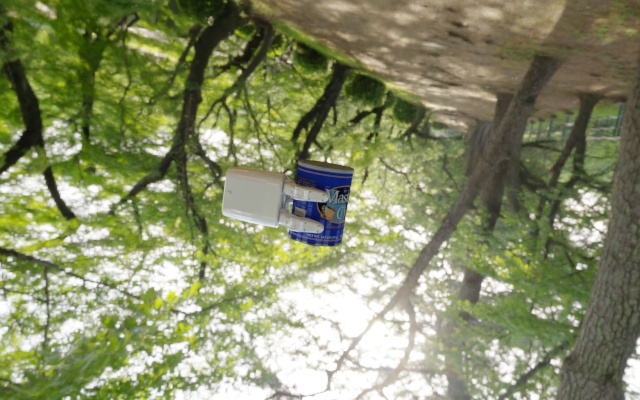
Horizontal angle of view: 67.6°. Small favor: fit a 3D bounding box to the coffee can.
[{"bbox_3d":[0.000,0.003,0.874,0.103,0.140,0.103,9,10,-2],"label":"coffee can"}]
